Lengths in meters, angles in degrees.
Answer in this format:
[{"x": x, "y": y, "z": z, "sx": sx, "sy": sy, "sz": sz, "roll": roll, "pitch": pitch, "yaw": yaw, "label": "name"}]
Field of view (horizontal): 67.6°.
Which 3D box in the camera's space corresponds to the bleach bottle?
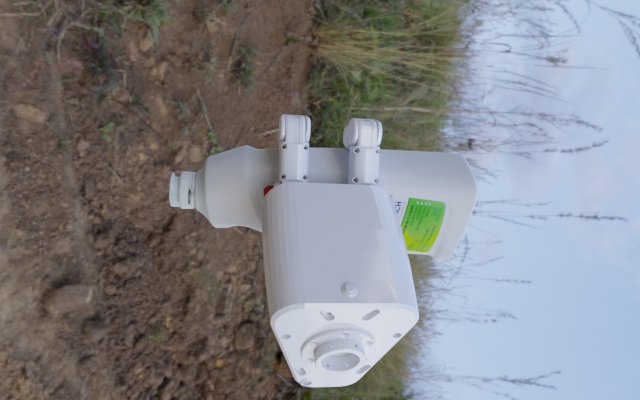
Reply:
[{"x": 0.000, "y": 0.001, "z": 0.419, "sx": 0.251, "sy": 0.103, "sz": 0.068, "roll": 2, "pitch": 43, "yaw": -9, "label": "bleach bottle"}]
